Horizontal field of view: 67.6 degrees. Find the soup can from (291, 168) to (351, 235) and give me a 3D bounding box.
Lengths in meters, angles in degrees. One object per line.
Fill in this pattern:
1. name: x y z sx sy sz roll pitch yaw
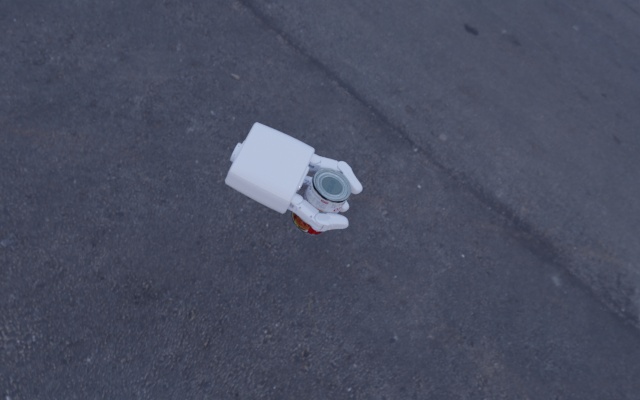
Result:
1. soup can: 0.001 0.003 0.783 0.068 0.068 0.102 0 -34 -27
